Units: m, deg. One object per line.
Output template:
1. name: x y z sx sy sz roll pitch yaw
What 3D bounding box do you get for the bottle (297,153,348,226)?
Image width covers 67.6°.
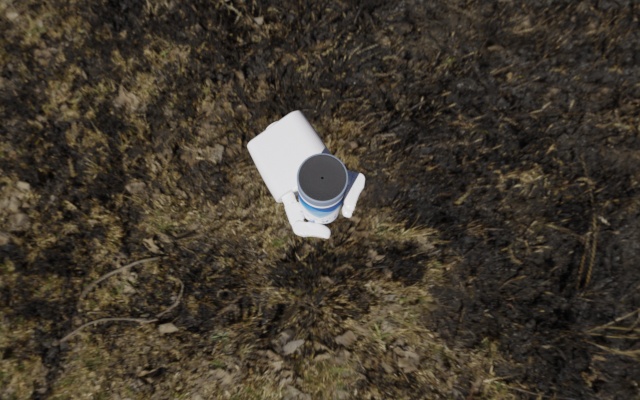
1. bottle: 0.000 0.002 0.754 0.069 0.069 0.296 0 -12 -1
